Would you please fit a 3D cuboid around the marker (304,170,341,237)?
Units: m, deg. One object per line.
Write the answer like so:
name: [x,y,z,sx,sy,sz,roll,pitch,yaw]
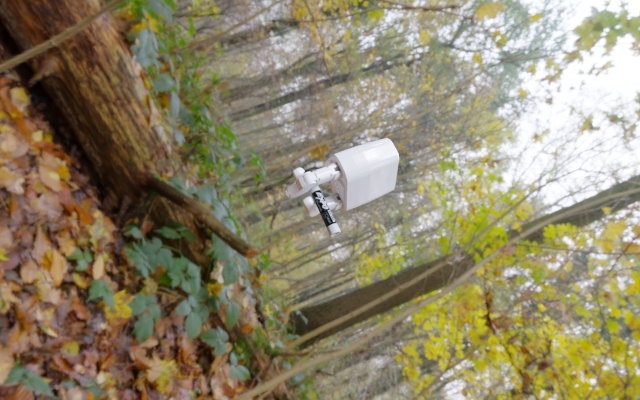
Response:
marker: [0.000,0.003,0.795,0.020,0.121,0.020,-23,-18,-8]
